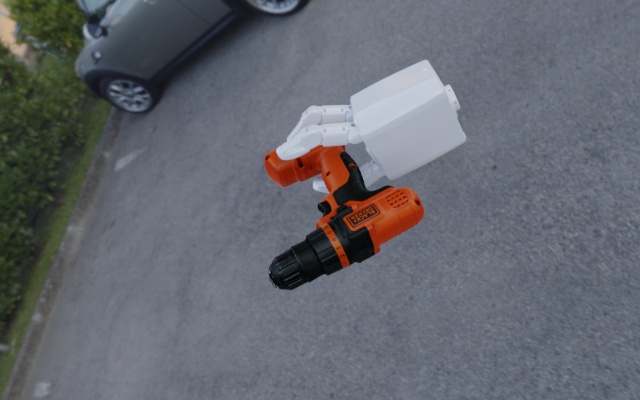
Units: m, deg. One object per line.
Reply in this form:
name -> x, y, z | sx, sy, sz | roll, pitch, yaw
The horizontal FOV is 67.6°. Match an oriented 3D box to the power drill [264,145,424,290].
power drill -> 0.000, 0.001, 0.565 | 0.184, 0.187, 0.057 | -26, -41, -8
